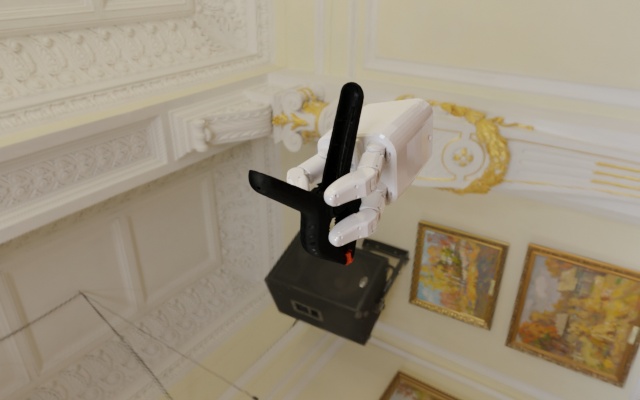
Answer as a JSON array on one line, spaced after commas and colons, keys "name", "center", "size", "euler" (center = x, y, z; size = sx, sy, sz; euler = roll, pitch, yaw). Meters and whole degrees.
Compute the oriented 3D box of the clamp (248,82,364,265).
[{"name": "clamp", "center": [0.000, 0.002, 0.509], "size": [0.036, 0.210, 0.164], "euler": [22, 47, 33]}]
